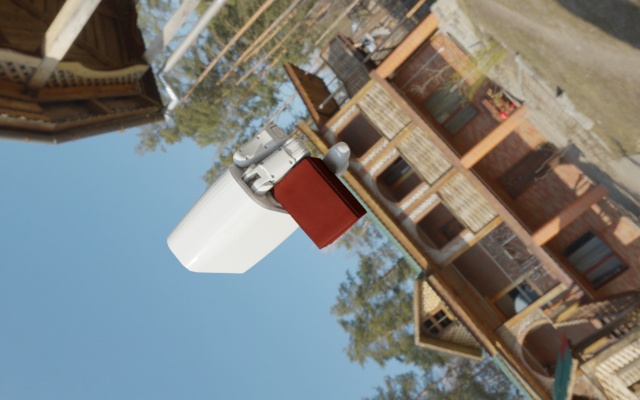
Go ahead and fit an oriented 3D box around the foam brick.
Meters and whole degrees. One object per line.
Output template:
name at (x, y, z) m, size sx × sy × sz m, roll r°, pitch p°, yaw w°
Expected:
foam brick at (0.000, 0.002, 0.472) m, size 0.051 × 0.078 × 0.053 m, roll -43°, pitch -8°, yaw 12°
